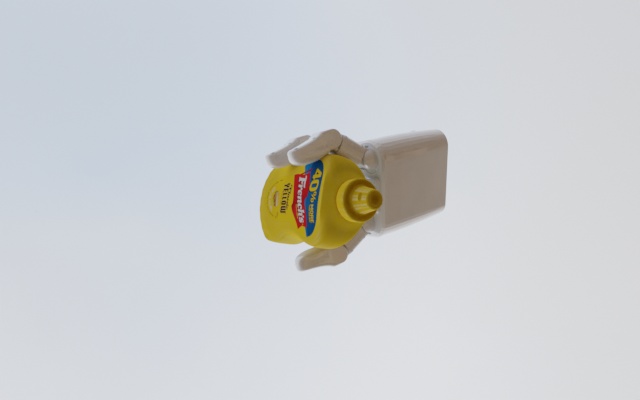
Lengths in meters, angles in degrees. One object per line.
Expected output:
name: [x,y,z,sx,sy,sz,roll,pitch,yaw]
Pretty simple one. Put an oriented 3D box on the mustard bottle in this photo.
mustard bottle: [0.000,0.002,0.500,0.058,0.096,0.191,14,-8,-30]
